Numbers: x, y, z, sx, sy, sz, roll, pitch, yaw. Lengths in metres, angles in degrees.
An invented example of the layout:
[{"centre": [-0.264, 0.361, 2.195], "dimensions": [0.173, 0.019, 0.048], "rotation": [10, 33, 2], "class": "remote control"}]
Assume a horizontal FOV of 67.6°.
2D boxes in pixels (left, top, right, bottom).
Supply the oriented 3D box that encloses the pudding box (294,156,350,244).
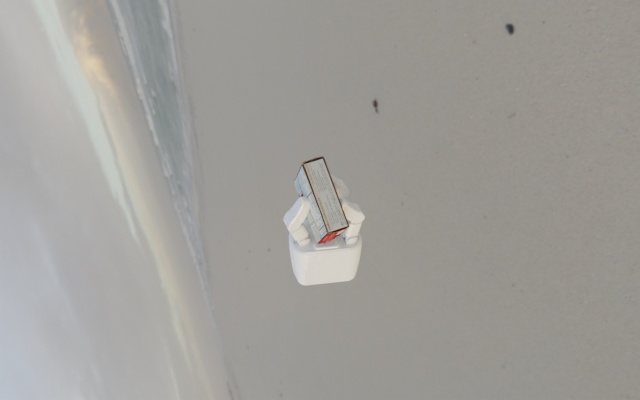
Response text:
[{"centre": [0.000, 0.002, 0.713], "dimensions": [0.039, 0.113, 0.090], "rotation": [-19, -10, -16], "class": "pudding box"}]
